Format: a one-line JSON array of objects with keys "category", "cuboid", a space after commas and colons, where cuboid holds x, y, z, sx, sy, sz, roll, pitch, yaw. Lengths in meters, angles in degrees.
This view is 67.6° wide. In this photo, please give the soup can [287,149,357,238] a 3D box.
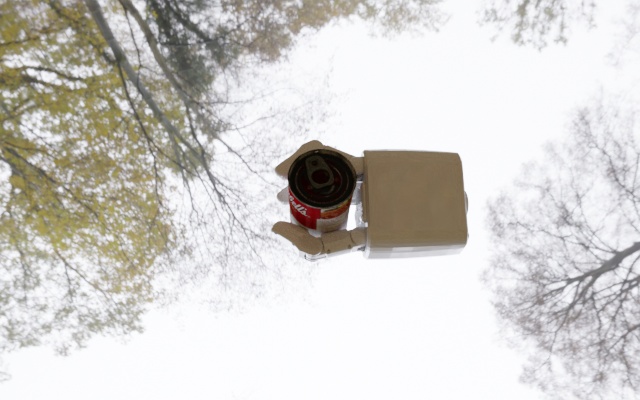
[{"category": "soup can", "cuboid": [0.000, 0.002, 0.508, 0.068, 0.068, 0.102, 0, -29, -2]}]
